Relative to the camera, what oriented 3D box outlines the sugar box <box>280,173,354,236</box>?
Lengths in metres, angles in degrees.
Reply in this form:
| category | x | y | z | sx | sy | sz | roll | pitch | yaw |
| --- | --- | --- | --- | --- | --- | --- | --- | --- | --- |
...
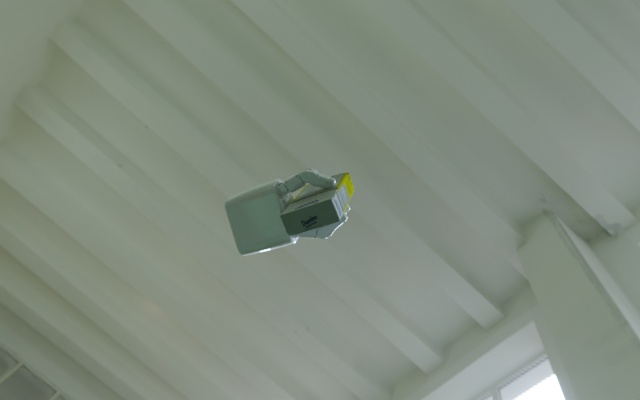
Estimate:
| category | x | y | z | sx | sy | sz | roll | pitch | yaw |
| --- | --- | --- | --- | --- | --- | --- | --- | --- | --- |
| sugar box | 0.000 | 0.003 | 0.833 | 0.093 | 0.048 | 0.176 | -18 | 15 | 18 |
